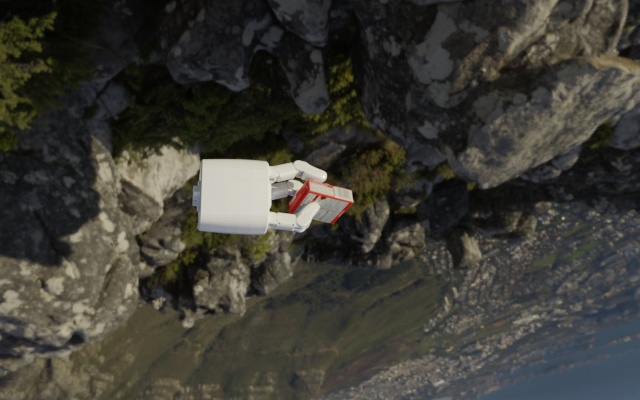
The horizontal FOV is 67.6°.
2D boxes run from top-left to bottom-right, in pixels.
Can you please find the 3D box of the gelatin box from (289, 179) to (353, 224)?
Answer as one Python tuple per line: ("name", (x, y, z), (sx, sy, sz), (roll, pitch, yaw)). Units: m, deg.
("gelatin box", (0.000, 0.003, 0.821), (0.089, 0.030, 0.073), (14, -40, -25))
